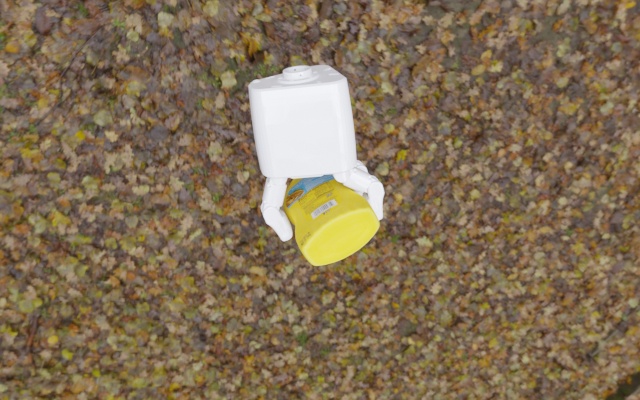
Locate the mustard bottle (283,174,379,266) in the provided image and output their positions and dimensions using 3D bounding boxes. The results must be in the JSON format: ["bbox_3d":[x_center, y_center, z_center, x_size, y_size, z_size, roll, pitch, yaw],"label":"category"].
[{"bbox_3d":[0.000,0.002,0.623,0.096,0.058,0.191,-33,30,1],"label":"mustard bottle"}]
